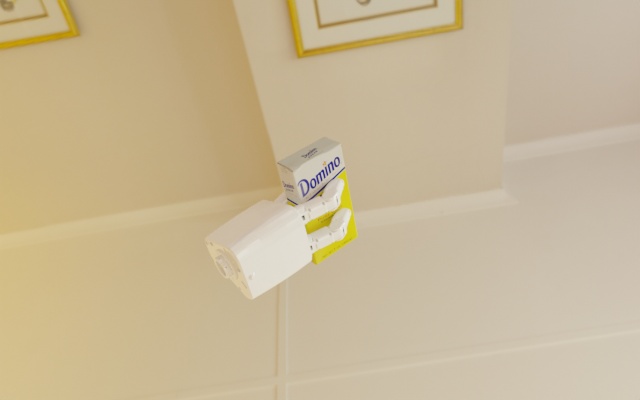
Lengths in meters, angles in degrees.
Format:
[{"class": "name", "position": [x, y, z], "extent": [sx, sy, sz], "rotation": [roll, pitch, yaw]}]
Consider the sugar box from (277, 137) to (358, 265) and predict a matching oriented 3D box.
[{"class": "sugar box", "position": [0.000, 0.003, 0.730], "extent": [0.093, 0.176, 0.048], "rotation": [-32, 40, -26]}]
